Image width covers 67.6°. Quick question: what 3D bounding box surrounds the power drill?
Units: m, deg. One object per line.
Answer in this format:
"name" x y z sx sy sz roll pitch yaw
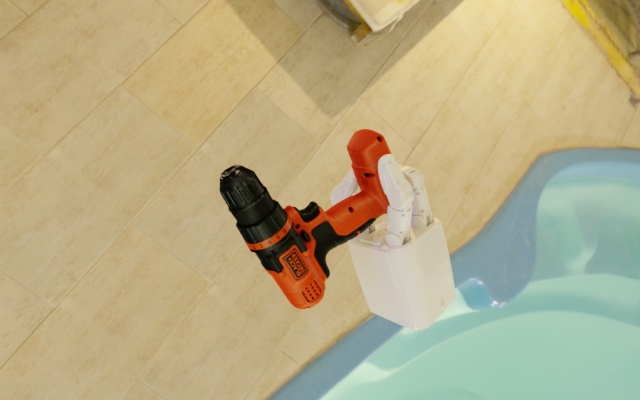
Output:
"power drill" 0.001 0.002 0.525 0.187 0.184 0.057 -38 31 -18
